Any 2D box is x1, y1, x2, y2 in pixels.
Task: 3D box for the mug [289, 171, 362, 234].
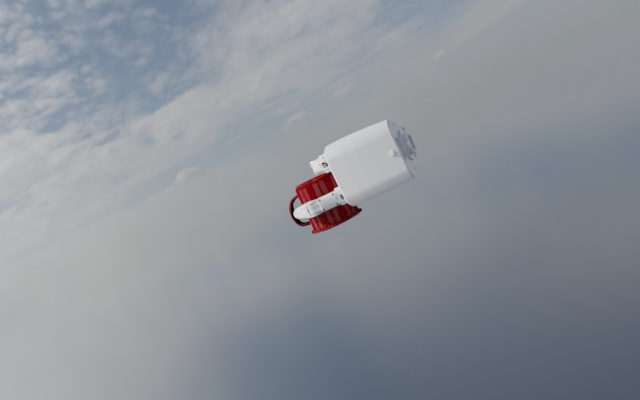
[{"bbox_3d":[-0.001,0.003,0.794,0.117,0.081,0.093,-23,5,24],"label":"mug"}]
